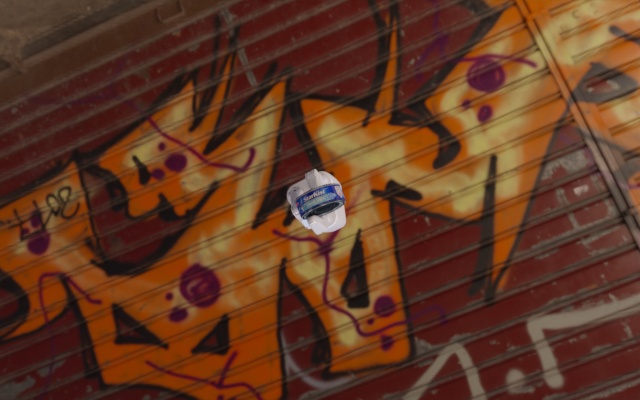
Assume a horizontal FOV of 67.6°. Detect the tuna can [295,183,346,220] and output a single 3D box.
[{"bbox_3d":[0.000,0.003,0.841,0.086,0.033,0.086,-20,-14,-5],"label":"tuna can"}]
